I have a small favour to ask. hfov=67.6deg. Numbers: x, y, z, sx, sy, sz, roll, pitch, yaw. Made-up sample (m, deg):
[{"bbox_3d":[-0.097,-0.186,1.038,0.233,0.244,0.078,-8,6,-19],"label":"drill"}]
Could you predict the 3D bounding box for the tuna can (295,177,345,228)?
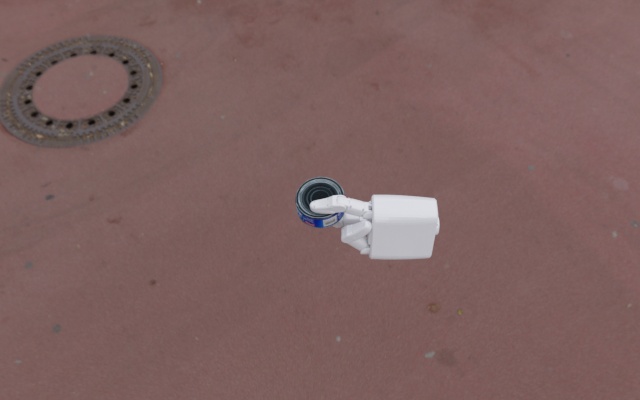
[{"bbox_3d":[0.000,0.002,0.814,0.086,0.086,0.034,0,-32,5],"label":"tuna can"}]
